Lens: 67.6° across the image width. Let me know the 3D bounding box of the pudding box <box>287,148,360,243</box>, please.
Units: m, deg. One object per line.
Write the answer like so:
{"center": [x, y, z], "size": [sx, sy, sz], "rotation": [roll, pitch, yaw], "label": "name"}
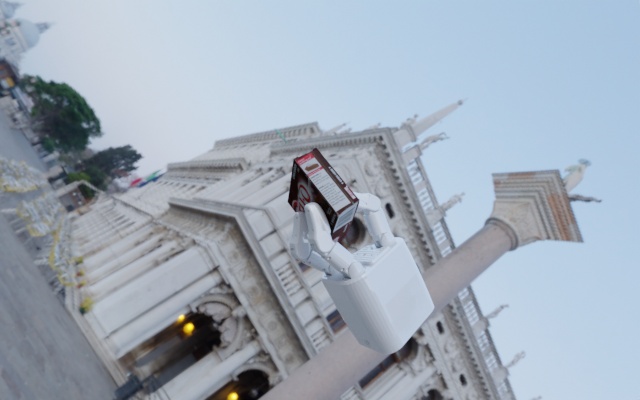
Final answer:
{"center": [0.000, 0.002, 0.597], "size": [0.039, 0.090, 0.114], "rotation": [-31, -20, -24], "label": "pudding box"}
